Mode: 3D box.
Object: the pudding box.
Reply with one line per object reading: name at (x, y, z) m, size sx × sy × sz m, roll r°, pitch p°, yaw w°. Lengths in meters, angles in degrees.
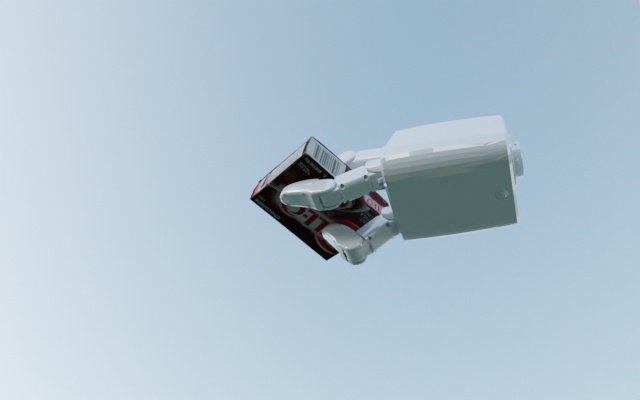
pudding box at (0.000, 0.001, 0.487) m, size 0.090 × 0.113 × 0.039 m, roll -37°, pitch 20°, yaw 34°
